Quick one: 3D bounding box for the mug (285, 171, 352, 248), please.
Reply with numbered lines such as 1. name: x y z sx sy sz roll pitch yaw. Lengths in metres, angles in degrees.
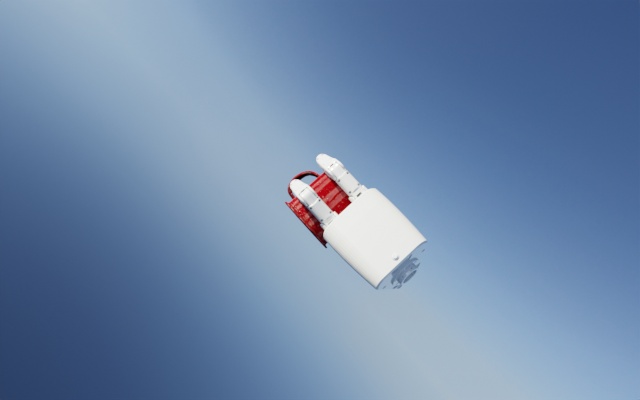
1. mug: -0.001 0.001 0.715 0.117 0.081 0.093 46 -5 25
